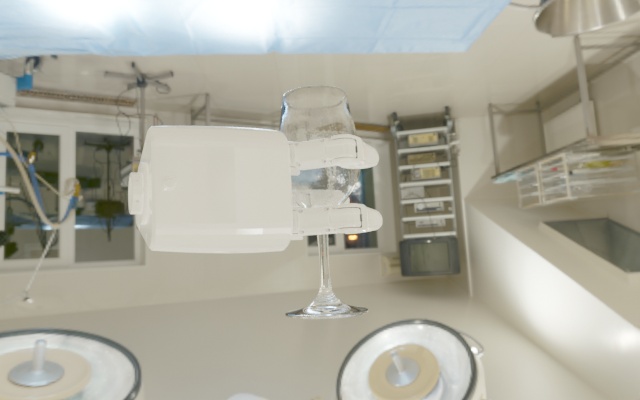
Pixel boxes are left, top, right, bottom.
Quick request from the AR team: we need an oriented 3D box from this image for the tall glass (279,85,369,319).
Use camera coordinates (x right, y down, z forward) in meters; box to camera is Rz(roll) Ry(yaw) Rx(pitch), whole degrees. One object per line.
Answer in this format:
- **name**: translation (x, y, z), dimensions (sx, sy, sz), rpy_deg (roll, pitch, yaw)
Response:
- **tall glass**: translation (0.000, 0.002, 0.435), dimensions (0.079, 0.201, 0.079), rpy_deg (-3, -7, 0)
